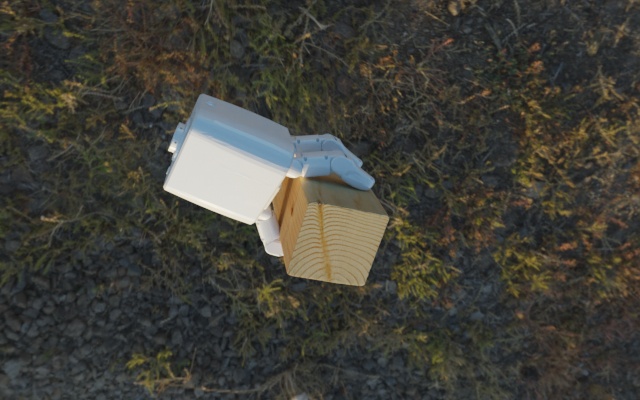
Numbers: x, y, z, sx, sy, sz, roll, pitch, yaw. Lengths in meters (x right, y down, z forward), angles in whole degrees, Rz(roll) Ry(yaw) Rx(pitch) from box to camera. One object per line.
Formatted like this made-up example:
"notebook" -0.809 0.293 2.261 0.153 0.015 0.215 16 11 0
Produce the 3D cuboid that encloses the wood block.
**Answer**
"wood block" 0.000 0.002 0.580 0.090 0.091 0.206 11 24 -16
